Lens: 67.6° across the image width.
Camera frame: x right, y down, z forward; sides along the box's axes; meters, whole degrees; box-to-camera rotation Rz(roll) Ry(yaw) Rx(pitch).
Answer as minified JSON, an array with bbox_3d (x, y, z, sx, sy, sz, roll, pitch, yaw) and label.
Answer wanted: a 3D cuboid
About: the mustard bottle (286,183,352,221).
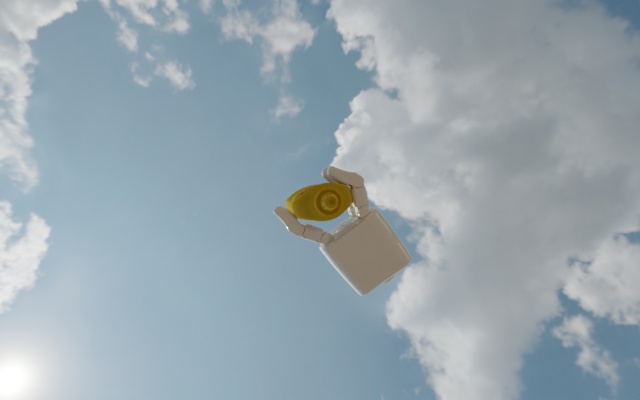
[{"bbox_3d":[0.000,0.002,0.777,0.096,0.058,0.191,-14,3,-9],"label":"mustard bottle"}]
